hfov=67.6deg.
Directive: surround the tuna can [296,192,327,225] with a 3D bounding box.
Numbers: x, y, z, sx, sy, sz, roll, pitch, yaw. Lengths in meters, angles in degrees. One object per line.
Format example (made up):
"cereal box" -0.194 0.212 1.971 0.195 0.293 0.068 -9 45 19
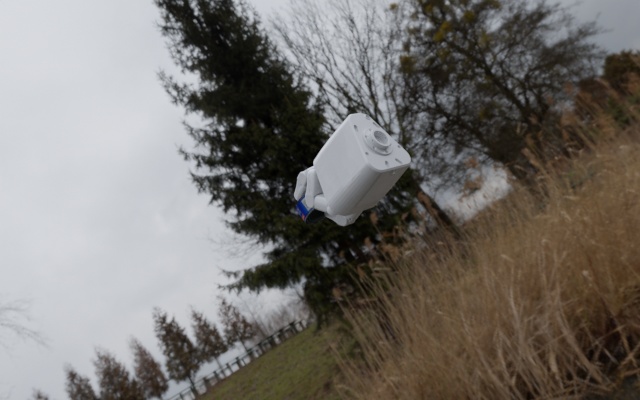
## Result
"tuna can" 0.000 0.002 0.822 0.086 0.033 0.086 -33 -19 -13
